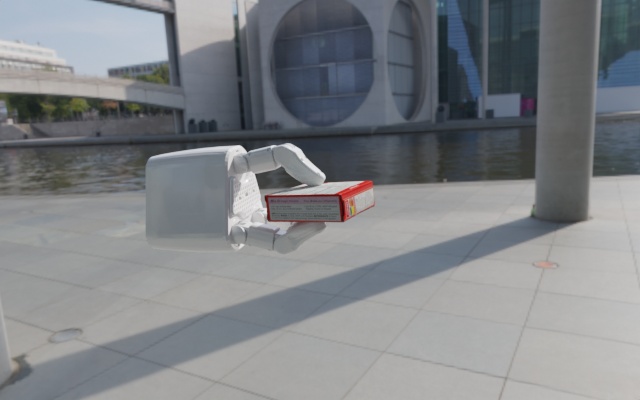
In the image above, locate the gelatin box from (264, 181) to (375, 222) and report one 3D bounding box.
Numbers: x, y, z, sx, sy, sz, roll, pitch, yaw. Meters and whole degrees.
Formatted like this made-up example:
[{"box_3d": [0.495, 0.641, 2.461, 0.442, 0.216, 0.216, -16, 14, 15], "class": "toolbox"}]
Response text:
[{"box_3d": [0.000, 0.001, 0.484, 0.089, 0.030, 0.073, -2, 10, 30], "class": "gelatin box"}]
